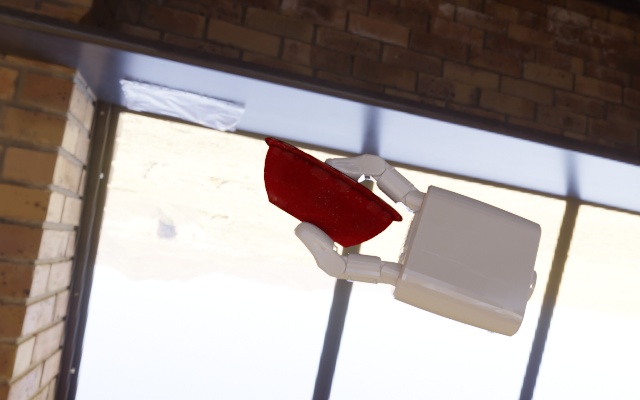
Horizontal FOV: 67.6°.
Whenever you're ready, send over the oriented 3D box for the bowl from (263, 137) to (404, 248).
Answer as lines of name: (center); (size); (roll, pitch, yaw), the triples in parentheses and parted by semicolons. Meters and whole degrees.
bowl: (-0.001, 0.001, 0.483); (0.162, 0.055, 0.162); (31, -3, 2)
